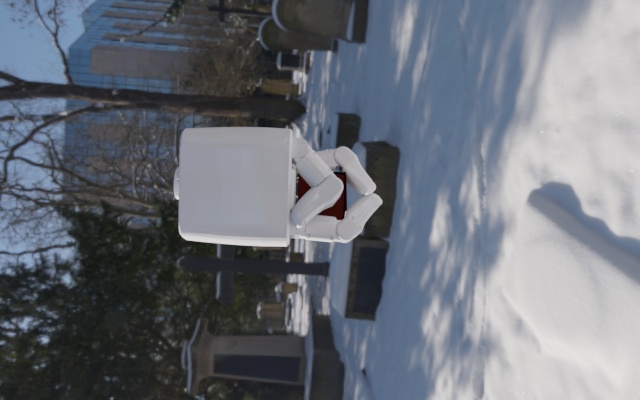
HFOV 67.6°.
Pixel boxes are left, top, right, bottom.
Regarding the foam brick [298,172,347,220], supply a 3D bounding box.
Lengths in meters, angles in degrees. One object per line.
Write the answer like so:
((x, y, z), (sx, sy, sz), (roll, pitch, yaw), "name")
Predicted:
((0.000, 0.002, 0.529), (0.051, 0.053, 0.078), (0, -12, -3), "foam brick")
